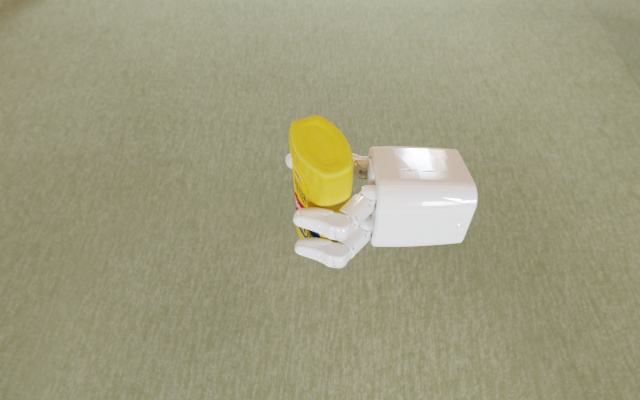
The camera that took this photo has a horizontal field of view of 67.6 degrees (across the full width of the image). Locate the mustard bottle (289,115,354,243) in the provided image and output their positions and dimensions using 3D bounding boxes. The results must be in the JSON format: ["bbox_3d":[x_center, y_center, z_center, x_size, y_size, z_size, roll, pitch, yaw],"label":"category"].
[{"bbox_3d":[0.000,0.002,0.557,0.058,0.096,0.192,-20,-37,-15],"label":"mustard bottle"}]
